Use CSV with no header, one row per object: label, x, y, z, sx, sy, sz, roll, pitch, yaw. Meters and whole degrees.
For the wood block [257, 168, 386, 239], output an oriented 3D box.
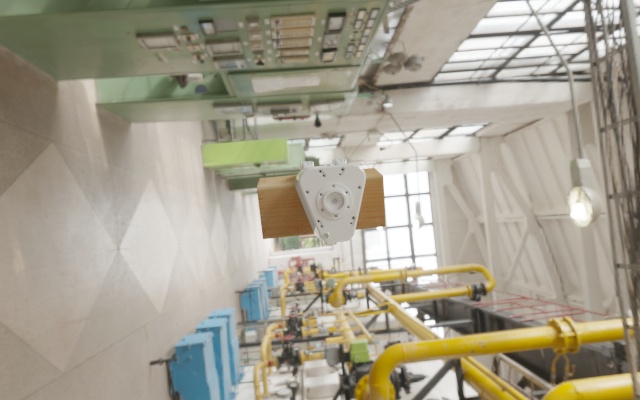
wood block,0.000,0.003,0.820,0.206,0.091,0.090,-5,13,-3
